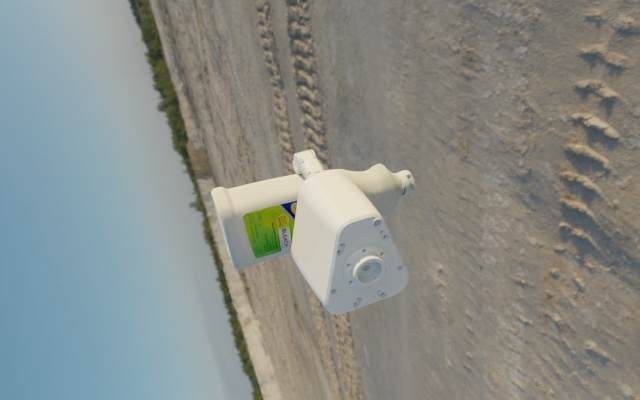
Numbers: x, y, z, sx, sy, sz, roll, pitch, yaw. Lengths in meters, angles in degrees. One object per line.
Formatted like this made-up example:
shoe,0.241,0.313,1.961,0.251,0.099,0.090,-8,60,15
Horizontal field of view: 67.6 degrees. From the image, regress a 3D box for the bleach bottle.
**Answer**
bleach bottle,0.000,0.002,0.598,0.251,0.103,0.068,-17,31,-13
